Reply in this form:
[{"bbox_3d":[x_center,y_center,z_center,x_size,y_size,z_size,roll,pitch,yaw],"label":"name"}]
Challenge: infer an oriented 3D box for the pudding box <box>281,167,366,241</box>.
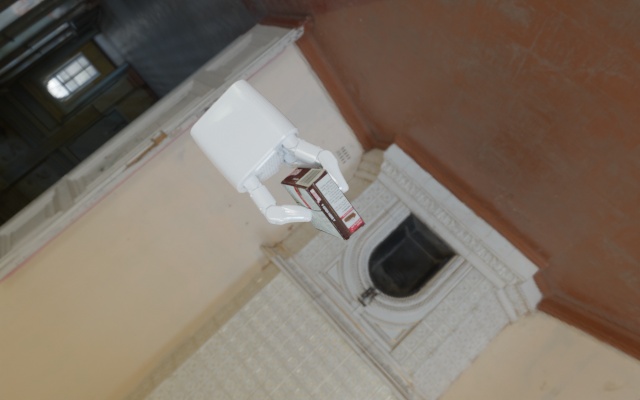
[{"bbox_3d":[0.000,0.002,0.634,0.039,0.090,0.113,-42,18,-11],"label":"pudding box"}]
